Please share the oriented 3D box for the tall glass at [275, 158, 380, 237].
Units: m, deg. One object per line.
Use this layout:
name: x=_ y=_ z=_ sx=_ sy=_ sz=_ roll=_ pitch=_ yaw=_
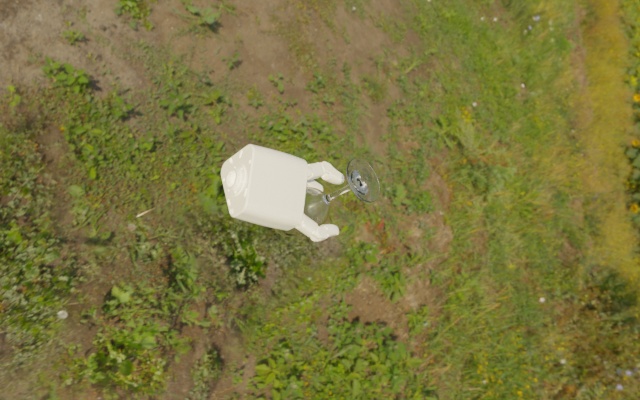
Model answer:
tall glass: x=0.001 y=0.002 z=0.808 sx=0.079 sy=0.079 sz=0.201 roll=0 pitch=-20 yaw=-46
